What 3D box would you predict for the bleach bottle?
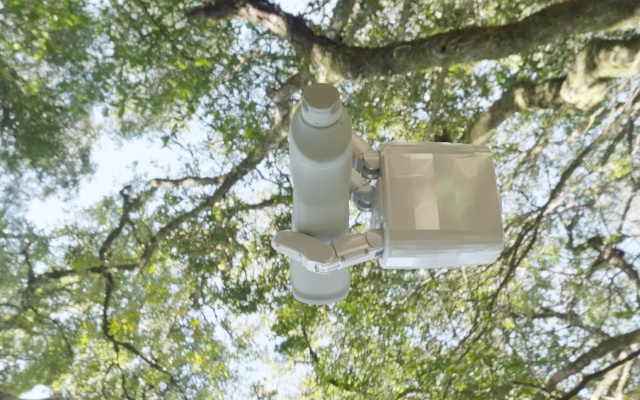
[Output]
[{"bbox_3d":[0.000,0.001,0.453,0.068,0.102,0.251,-2,-36,-2],"label":"bleach bottle"}]
